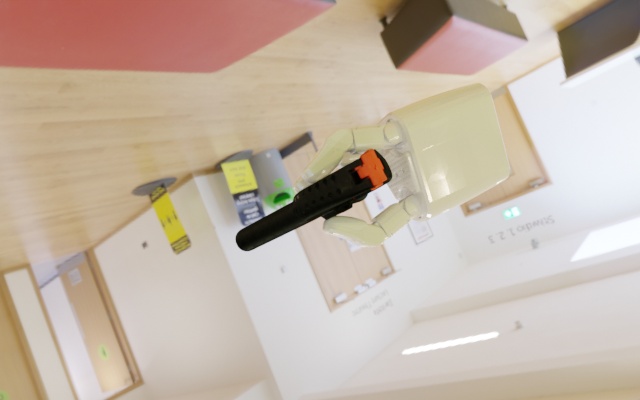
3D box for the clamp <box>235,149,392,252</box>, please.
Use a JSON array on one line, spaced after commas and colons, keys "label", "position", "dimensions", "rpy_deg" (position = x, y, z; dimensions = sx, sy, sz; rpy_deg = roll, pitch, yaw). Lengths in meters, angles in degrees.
[{"label": "clamp", "position": [0.001, 0.002, 0.451], "dimensions": [0.164, 0.036, 0.210], "rpy_deg": [-25, -4, -15]}]
